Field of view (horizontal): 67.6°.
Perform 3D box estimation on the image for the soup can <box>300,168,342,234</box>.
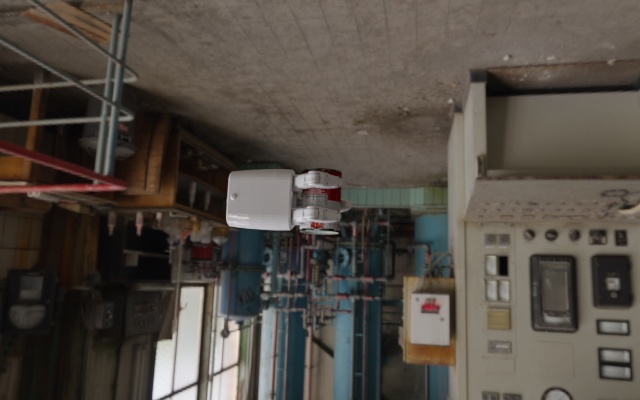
[{"bbox_3d":[0.001,0.003,0.792,0.068,0.102,0.068,2,-9,0],"label":"soup can"}]
